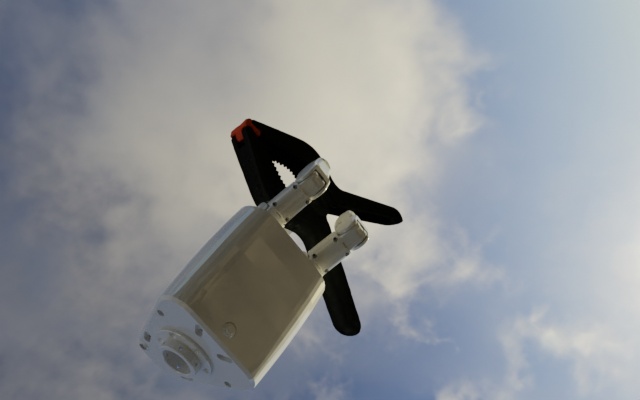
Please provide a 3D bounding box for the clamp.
[{"bbox_3d":[-0.001,0.002,0.465,0.036,0.210,0.164,-28,16,42],"label":"clamp"}]
